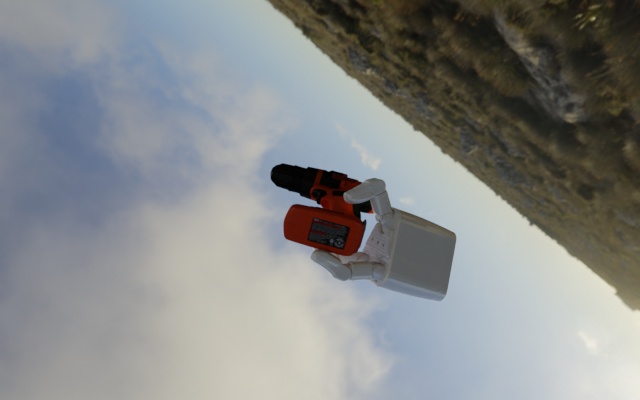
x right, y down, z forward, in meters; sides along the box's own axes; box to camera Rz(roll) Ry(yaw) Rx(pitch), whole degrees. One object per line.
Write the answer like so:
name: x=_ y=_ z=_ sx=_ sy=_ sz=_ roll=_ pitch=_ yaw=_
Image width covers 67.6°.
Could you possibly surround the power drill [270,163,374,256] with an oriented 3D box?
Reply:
power drill: x=0.000 y=0.003 z=0.703 sx=0.184 sy=0.057 sz=0.187 roll=13 pitch=24 yaw=3
